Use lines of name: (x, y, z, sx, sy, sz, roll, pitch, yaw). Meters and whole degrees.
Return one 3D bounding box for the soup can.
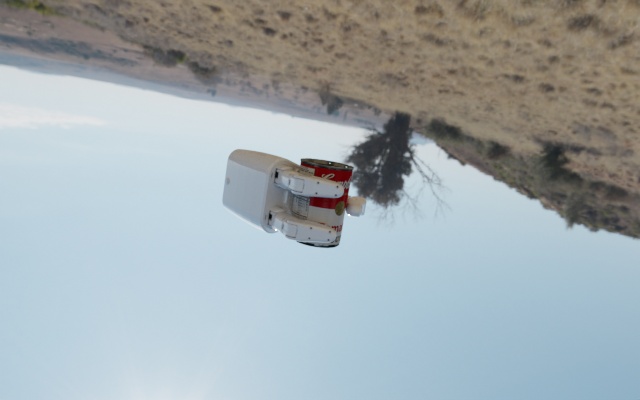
soup can: (0.000, 0.002, 0.605, 0.068, 0.102, 0.068, 9, 10, -2)
